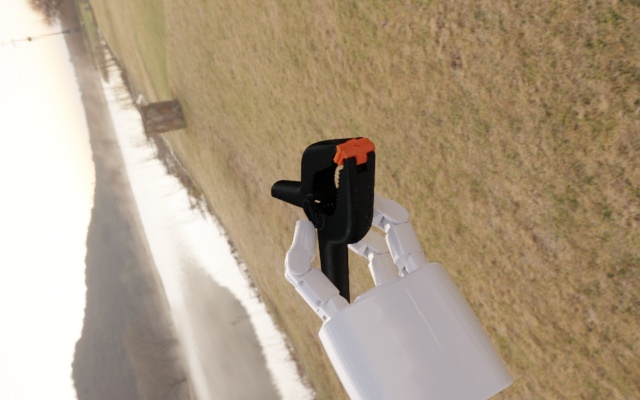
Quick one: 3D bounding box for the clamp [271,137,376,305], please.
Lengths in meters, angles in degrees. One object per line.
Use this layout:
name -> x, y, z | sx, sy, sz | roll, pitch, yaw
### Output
clamp -> 0.000, 0.002, 0.447 | 0.036, 0.164, 0.210 | -20, -29, -23
